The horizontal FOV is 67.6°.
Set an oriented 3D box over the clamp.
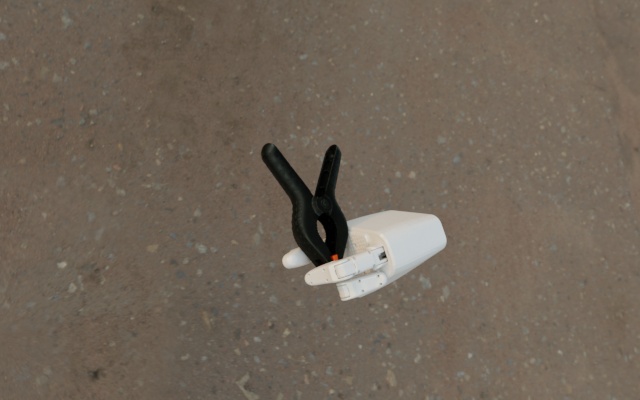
[{"bbox_3d":[0.000,0.002,0.599,0.120,0.171,0.039,-17,-3,-36],"label":"clamp"}]
